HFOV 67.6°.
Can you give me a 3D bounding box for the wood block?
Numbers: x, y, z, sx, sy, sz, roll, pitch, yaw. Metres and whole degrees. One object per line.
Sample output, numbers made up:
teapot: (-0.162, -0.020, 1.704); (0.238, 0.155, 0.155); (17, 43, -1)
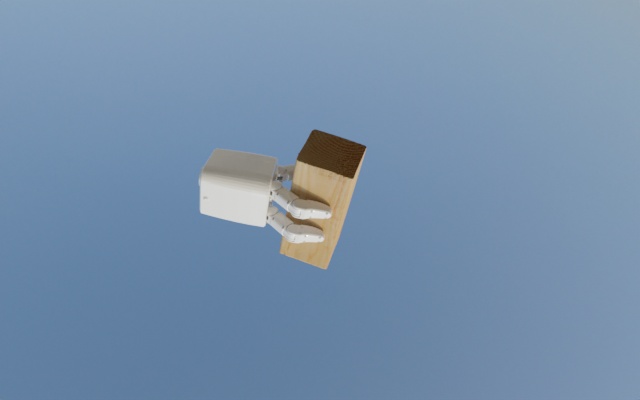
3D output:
wood block: (0.000, 0.002, 0.775); (0.090, 0.206, 0.090); (19, 43, 5)
